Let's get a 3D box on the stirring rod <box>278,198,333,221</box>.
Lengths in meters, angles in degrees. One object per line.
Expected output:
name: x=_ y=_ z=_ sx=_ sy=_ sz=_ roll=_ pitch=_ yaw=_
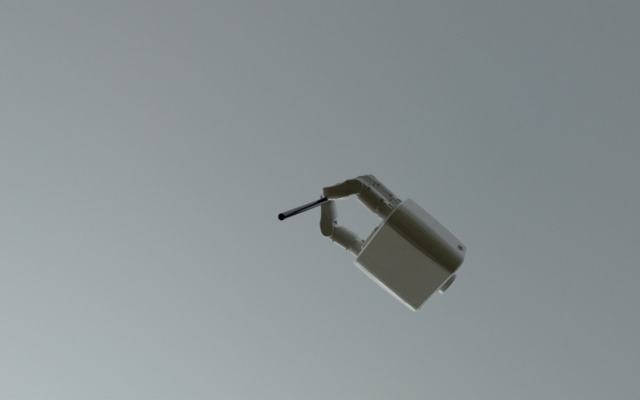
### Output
stirring rod: x=0.000 y=0.002 z=0.612 sx=0.011 sy=0.011 sz=0.239 roll=0 pitch=7 yaw=20
